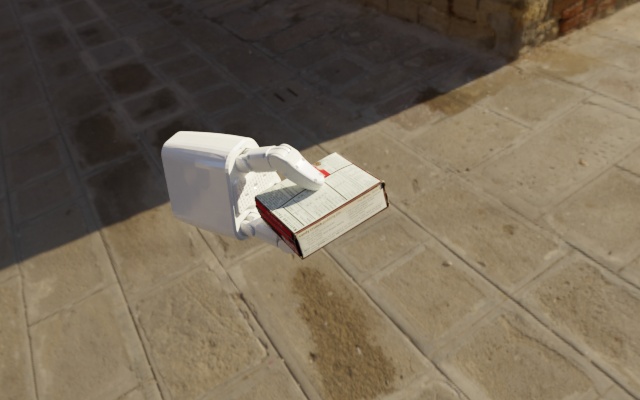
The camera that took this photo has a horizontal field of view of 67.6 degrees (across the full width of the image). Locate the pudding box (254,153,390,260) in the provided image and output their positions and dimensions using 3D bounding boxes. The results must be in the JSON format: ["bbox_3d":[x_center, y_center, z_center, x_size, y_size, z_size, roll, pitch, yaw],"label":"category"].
[{"bbox_3d":[0.000,0.001,0.500,0.113,0.039,0.090,-31,40,-17],"label":"pudding box"}]
